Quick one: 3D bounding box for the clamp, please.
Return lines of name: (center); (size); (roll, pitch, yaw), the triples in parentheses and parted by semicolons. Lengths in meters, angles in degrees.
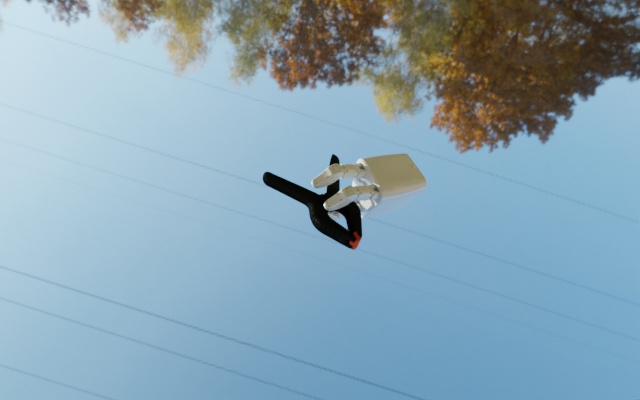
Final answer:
clamp: (0.000, 0.004, 0.858); (0.164, 0.210, 0.036); (-12, -36, -25)
